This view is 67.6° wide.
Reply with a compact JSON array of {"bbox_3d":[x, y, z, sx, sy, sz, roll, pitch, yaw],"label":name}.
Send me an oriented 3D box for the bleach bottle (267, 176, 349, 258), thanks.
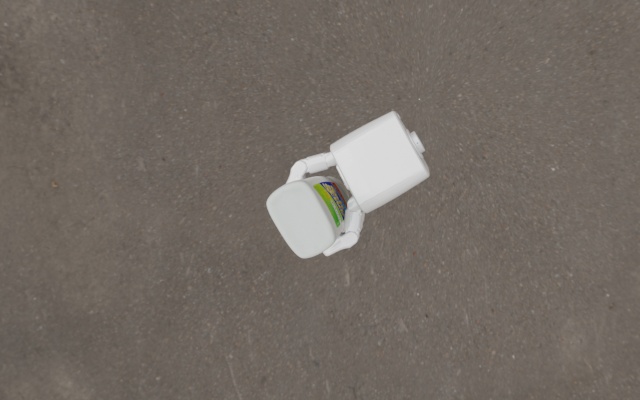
[{"bbox_3d":[0.000,0.002,0.718,0.068,0.102,0.250,-28,5,15],"label":"bleach bottle"}]
